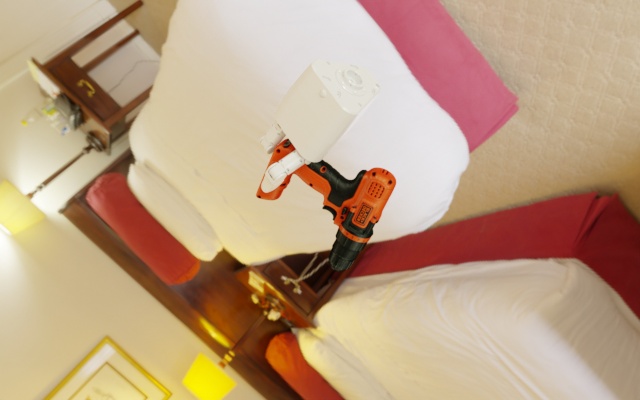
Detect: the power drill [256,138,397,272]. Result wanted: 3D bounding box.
[{"bbox_3d":[0.000,0.002,0.731,0.187,0.184,0.057,27,24,4],"label":"power drill"}]
